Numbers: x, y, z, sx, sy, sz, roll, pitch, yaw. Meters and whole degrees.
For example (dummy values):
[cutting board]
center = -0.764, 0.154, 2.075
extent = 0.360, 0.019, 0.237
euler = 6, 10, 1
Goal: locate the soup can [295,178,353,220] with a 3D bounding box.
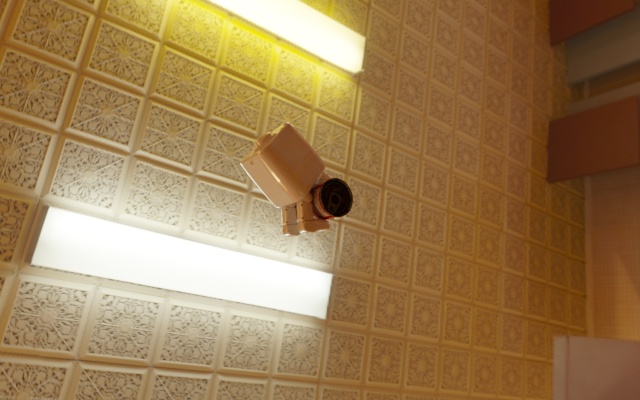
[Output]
[soup can]
center = 0.000, 0.003, 0.849
extent = 0.068, 0.068, 0.102
euler = 0, -9, -34
